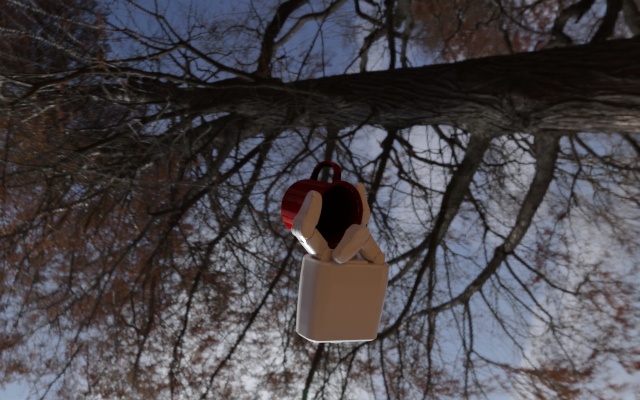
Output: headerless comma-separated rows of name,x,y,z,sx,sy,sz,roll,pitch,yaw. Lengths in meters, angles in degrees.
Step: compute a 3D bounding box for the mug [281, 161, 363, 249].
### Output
mug,0.000,0.001,0.666,0.093,0.117,0.081,4,6,-40
